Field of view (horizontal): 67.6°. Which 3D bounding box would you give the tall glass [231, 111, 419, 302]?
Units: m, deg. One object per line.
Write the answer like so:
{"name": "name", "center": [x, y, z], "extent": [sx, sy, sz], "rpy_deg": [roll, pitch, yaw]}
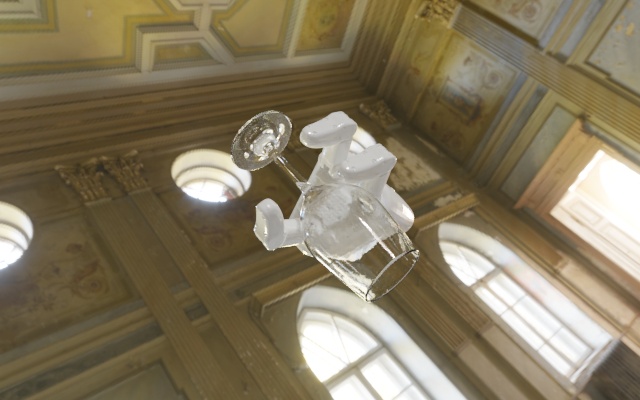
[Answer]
{"name": "tall glass", "center": [0.000, 0.001, 0.450], "extent": [0.201, 0.079, 0.079], "rpy_deg": [46, 26, 28]}
